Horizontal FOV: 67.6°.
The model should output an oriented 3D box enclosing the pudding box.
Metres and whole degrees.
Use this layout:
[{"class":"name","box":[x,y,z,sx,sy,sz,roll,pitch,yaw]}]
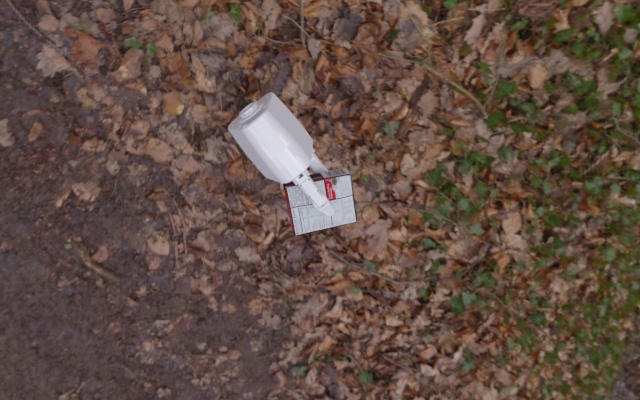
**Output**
[{"class":"pudding box","box":[0.000,0.003,0.789,0.113,0.090,0.039,-11,21,-7]}]
